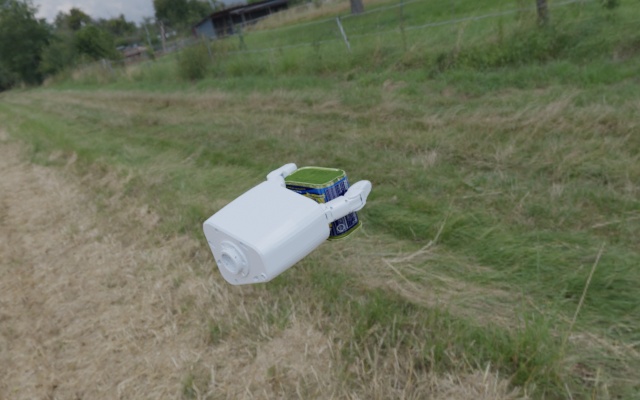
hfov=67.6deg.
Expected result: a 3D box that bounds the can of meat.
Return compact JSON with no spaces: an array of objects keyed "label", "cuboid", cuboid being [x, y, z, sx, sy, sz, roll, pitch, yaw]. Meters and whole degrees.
[{"label":"can of meat","cuboid":[0.000,0.002,0.664,0.102,0.084,0.057,9,34,46]}]
